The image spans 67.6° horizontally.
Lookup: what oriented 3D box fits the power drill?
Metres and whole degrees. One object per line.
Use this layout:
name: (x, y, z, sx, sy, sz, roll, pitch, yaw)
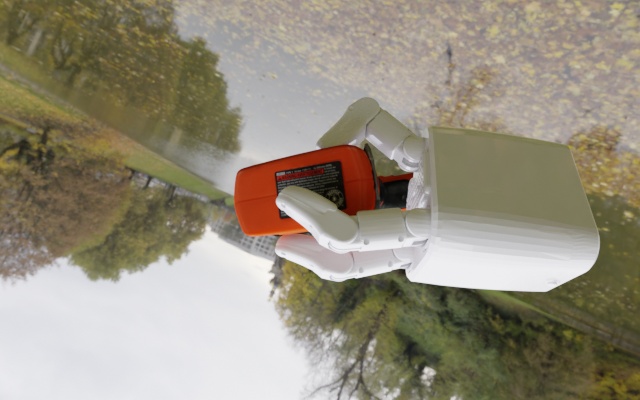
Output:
power drill: (0.000, 0.001, 0.426, 0.184, 0.057, 0.187, -12, -6, 18)
